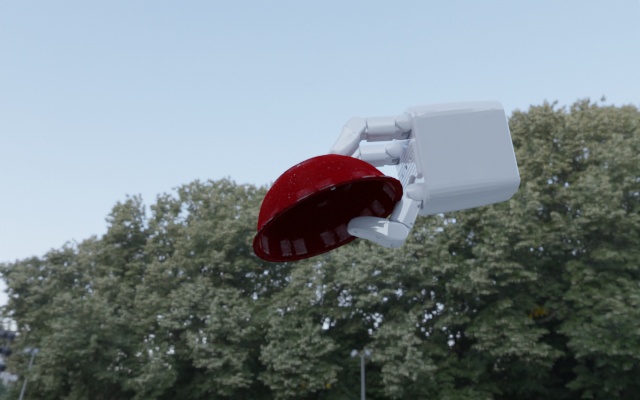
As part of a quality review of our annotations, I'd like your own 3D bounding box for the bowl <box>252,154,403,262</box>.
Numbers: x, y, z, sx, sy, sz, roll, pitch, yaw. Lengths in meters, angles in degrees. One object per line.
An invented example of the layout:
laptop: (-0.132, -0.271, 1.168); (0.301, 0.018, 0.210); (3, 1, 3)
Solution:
bowl: (-0.001, 0.001, 0.486); (0.162, 0.055, 0.162); (-20, -24, -10)
